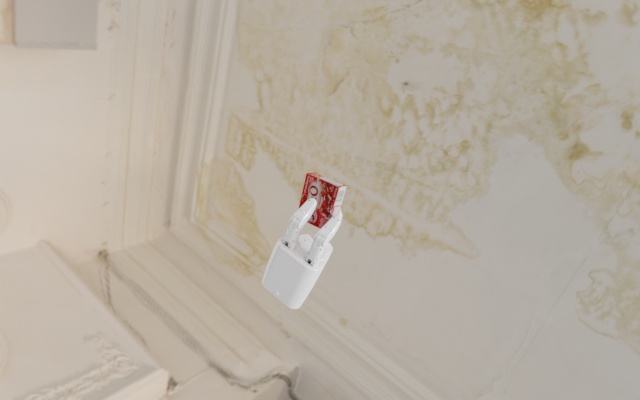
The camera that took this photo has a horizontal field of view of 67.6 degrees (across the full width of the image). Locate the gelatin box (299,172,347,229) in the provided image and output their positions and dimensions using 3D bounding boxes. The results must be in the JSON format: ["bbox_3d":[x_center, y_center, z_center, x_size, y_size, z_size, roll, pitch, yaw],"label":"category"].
[{"bbox_3d":[0.000,0.002,0.861,0.073,0.089,0.030,25,20,29],"label":"gelatin box"}]
